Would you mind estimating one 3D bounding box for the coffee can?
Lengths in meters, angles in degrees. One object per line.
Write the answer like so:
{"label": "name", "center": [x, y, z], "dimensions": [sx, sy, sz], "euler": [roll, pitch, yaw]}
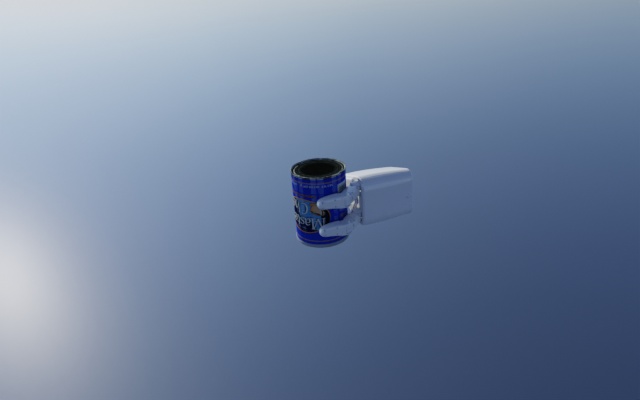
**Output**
{"label": "coffee can", "center": [0.000, 0.003, 0.897], "dimensions": [0.103, 0.140, 0.102], "euler": [-4, 25, 2]}
